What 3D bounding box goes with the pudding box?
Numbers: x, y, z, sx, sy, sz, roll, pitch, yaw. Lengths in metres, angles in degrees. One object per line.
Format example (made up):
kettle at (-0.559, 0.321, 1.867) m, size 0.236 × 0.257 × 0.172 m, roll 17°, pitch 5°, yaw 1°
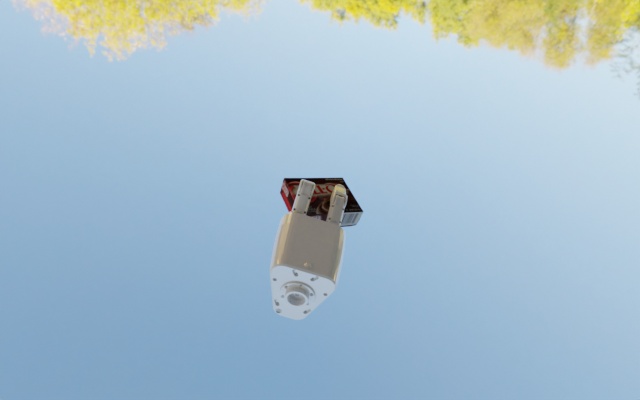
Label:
pudding box at (0.000, 0.003, 0.780) m, size 0.113 × 0.039 × 0.090 m, roll 0°, pitch 42°, yaw -28°
